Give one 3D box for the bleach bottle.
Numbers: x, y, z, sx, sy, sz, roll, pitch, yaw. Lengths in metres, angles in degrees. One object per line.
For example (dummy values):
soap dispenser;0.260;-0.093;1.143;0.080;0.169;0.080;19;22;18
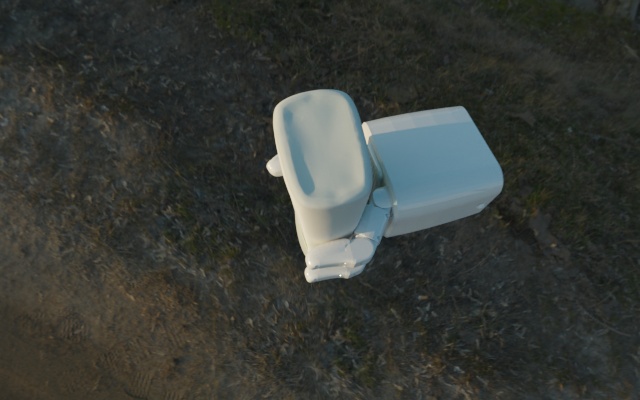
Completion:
bleach bottle;0.000;0.002;0.473;0.068;0.102;0.251;-11;-19;-5
